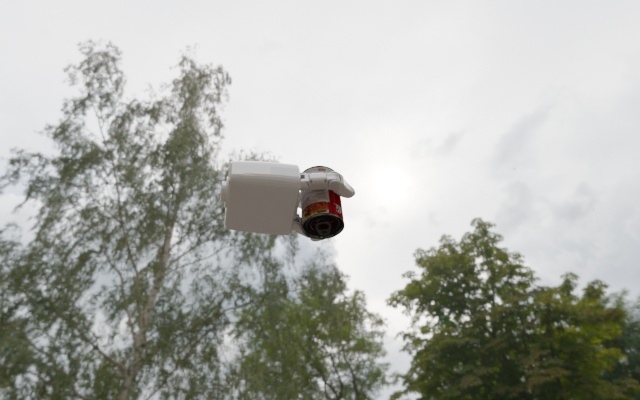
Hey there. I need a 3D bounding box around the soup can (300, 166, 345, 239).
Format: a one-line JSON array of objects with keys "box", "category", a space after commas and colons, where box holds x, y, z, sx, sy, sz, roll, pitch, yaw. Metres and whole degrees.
[{"box": [0.001, 0.002, 0.774, 0.068, 0.102, 0.069, -4, -38, -3], "category": "soup can"}]
